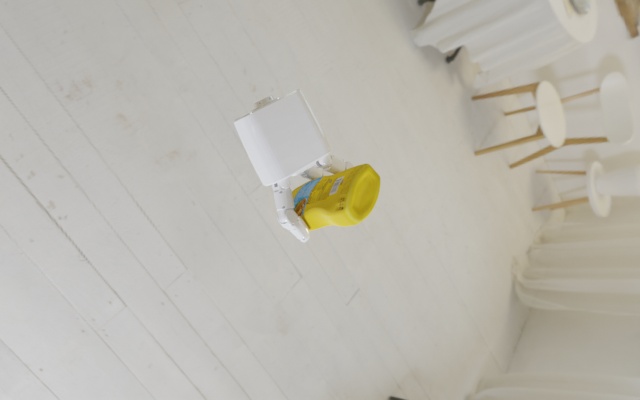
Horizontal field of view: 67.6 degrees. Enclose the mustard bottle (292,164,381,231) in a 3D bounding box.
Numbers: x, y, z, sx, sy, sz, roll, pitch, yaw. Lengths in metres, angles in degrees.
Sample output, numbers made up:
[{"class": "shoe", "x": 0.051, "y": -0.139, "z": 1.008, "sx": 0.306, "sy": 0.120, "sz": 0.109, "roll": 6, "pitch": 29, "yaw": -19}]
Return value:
[{"class": "mustard bottle", "x": 0.000, "y": 0.003, "z": 0.742, "sx": 0.191, "sy": 0.096, "sz": 0.058, "roll": -12, "pitch": -47, "yaw": 48}]
